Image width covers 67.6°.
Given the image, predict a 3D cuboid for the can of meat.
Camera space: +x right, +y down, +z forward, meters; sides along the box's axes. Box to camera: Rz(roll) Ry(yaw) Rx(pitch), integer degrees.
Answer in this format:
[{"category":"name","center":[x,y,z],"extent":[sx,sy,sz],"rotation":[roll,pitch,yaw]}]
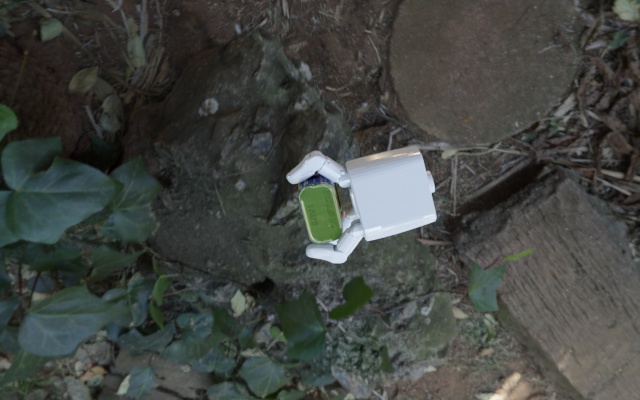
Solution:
[{"category":"can of meat","center":[0.000,0.002,0.712],"extent":[0.057,0.102,0.084],"rotation":[-13,26,3]}]
